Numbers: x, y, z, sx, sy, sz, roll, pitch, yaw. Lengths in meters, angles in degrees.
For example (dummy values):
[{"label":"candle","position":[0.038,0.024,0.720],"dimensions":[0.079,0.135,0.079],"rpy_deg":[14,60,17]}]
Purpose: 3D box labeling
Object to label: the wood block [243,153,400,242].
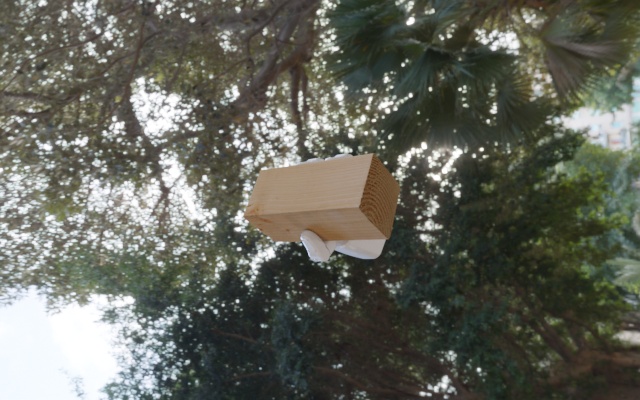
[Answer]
[{"label":"wood block","position":[0.000,0.003,0.708],"dimensions":[0.206,0.090,0.090],"rpy_deg":[-6,-34,36]}]
